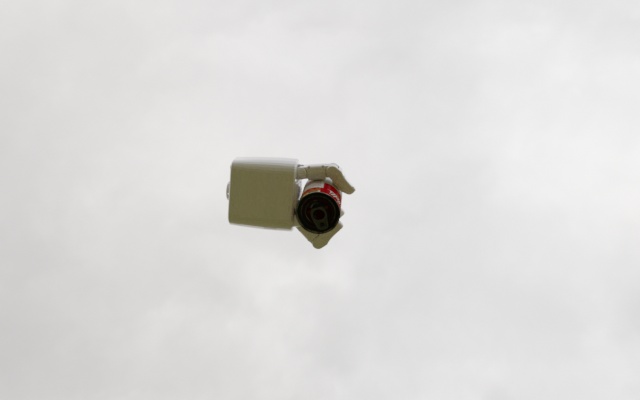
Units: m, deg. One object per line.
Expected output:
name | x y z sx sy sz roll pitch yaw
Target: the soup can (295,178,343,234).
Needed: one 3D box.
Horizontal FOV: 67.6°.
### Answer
soup can | 0.001 0.002 0.760 0.068 0.068 0.102 0 20 5
